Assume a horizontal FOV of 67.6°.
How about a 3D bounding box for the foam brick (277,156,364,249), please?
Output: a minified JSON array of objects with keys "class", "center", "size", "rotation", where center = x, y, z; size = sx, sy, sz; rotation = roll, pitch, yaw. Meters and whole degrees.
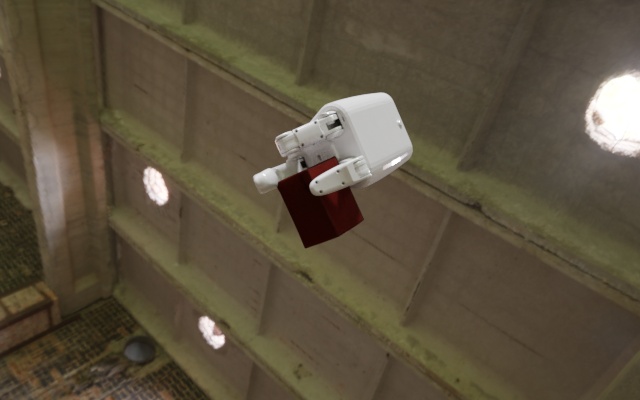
[{"class":"foam brick","center":[0.000,0.002,0.506],"size":[0.053,0.078,0.051],"rotation":[-21,4,42]}]
